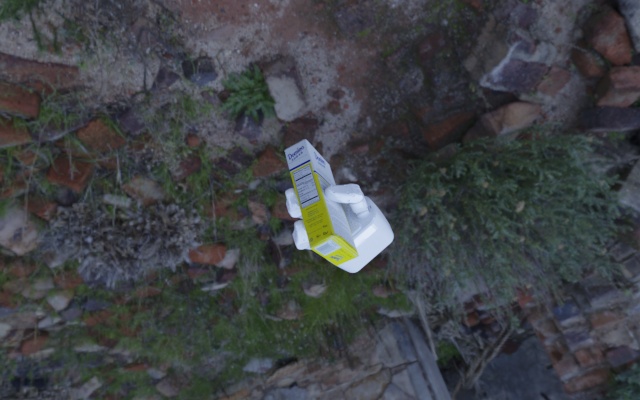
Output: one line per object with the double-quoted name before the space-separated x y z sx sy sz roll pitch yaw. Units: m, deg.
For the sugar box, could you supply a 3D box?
"sugar box" 0.000 0.003 0.723 0.048 0.176 0.093 -28 -34 14
